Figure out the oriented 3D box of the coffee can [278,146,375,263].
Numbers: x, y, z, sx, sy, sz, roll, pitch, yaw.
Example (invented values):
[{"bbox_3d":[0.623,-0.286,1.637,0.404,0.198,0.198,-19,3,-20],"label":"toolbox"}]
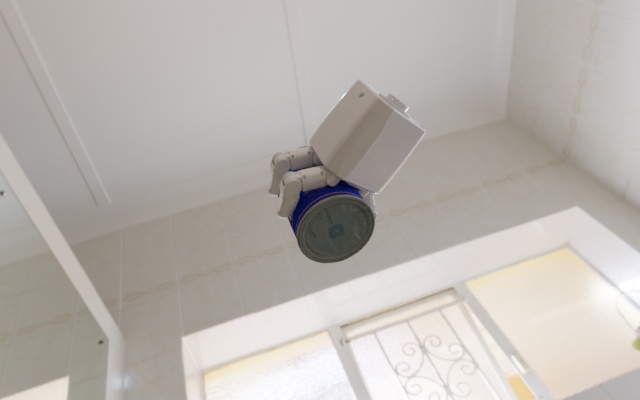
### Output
[{"bbox_3d":[0.000,0.002,0.651,0.103,0.103,0.140,0,32,-21],"label":"coffee can"}]
